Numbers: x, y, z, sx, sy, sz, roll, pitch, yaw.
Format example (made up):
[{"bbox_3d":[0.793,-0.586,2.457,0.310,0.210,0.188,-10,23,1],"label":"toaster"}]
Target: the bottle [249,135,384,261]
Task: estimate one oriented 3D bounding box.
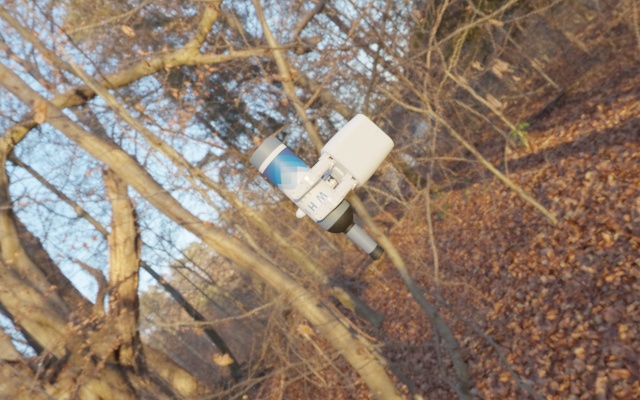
[{"bbox_3d":[0.000,0.003,0.881,0.296,0.069,0.069,42,0,0],"label":"bottle"}]
